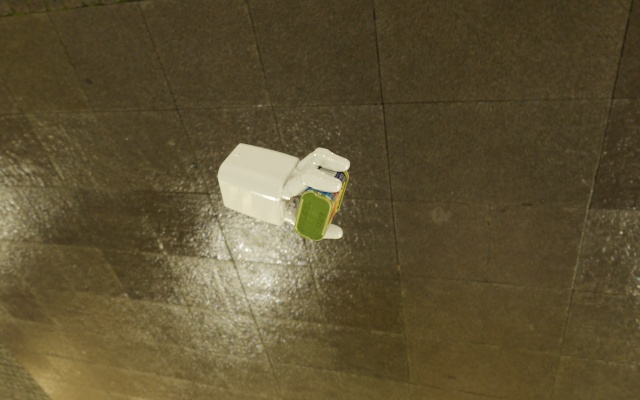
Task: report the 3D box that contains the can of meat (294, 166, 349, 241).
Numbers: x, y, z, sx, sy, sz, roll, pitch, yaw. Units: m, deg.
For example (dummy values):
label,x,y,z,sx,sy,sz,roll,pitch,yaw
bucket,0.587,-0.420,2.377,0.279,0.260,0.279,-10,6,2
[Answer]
label,x,y,z,sx,sy,sz,roll,pitch,yaw
can of meat,0.000,0.003,0.765,0.057,0.102,0.084,21,41,6
